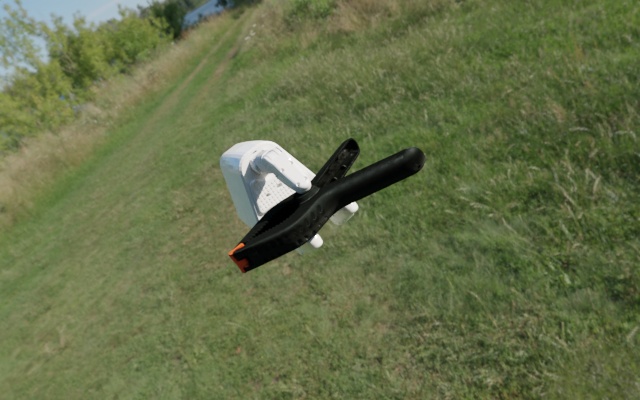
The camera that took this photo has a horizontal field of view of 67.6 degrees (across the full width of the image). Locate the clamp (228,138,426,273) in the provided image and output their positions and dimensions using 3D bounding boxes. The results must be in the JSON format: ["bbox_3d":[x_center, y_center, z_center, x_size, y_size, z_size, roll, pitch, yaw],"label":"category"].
[{"bbox_3d":[-0.001,0.001,0.493,0.210,0.036,0.164,-40,20,-16],"label":"clamp"}]
